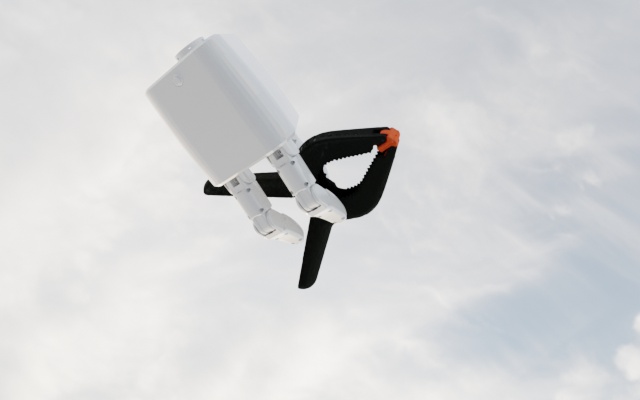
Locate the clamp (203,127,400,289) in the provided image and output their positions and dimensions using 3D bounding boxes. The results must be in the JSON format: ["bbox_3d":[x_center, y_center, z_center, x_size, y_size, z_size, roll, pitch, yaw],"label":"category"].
[{"bbox_3d":[0.001,0.001,0.487,0.210,0.164,0.036,-28,19,28],"label":"clamp"}]
